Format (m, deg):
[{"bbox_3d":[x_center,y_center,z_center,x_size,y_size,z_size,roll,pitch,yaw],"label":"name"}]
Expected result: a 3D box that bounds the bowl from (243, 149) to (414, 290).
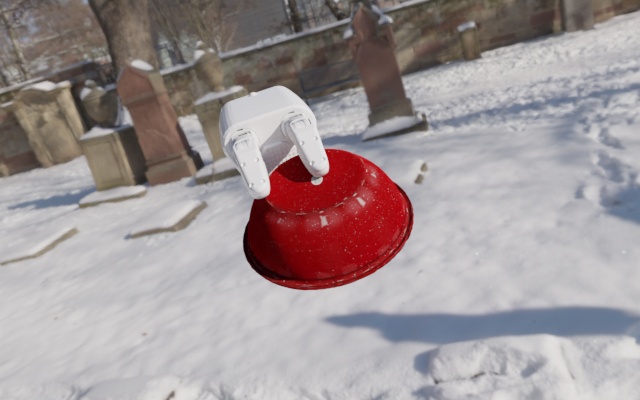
[{"bbox_3d":[0.001,0.002,0.429,0.162,0.055,0.162,-9,39,8],"label":"bowl"}]
